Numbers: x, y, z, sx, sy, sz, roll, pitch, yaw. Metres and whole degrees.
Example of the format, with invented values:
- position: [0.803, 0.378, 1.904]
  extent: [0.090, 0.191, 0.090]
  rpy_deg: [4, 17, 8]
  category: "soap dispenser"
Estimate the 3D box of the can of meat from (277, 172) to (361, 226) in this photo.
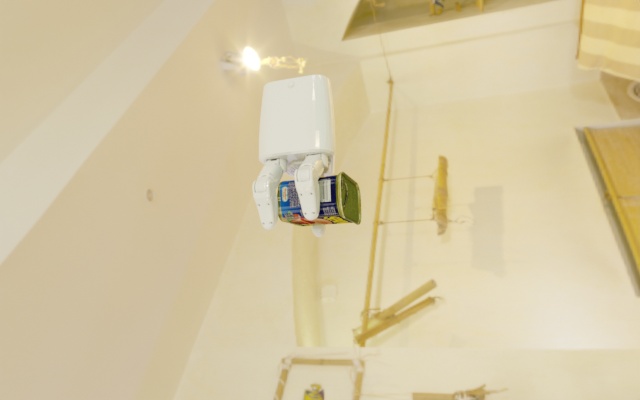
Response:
- position: [0.000, 0.002, 0.612]
  extent: [0.084, 0.057, 0.102]
  rpy_deg: [-5, -10, 17]
  category: "can of meat"
